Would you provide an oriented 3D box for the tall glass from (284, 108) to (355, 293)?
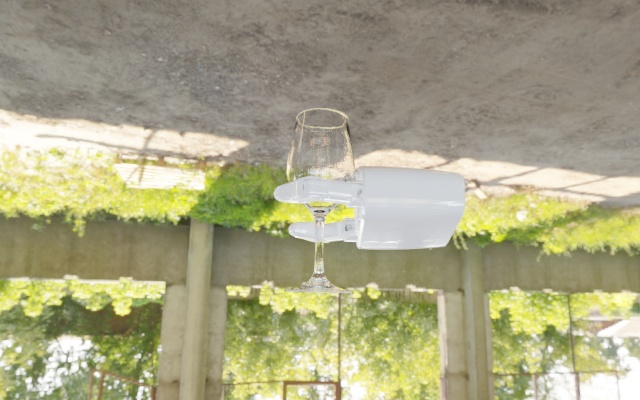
[{"bbox_3d":[0.000,0.002,0.537,0.079,0.201,0.079,1,-12,0],"label":"tall glass"}]
